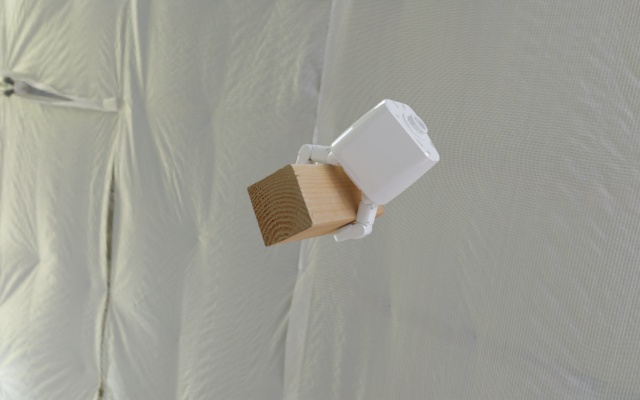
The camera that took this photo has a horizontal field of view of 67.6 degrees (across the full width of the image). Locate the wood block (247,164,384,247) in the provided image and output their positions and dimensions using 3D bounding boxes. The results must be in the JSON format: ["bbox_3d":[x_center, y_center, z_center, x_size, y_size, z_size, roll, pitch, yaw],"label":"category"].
[{"bbox_3d":[0.001,0.002,0.721,0.090,0.091,0.206,-26,-11,32],"label":"wood block"}]
